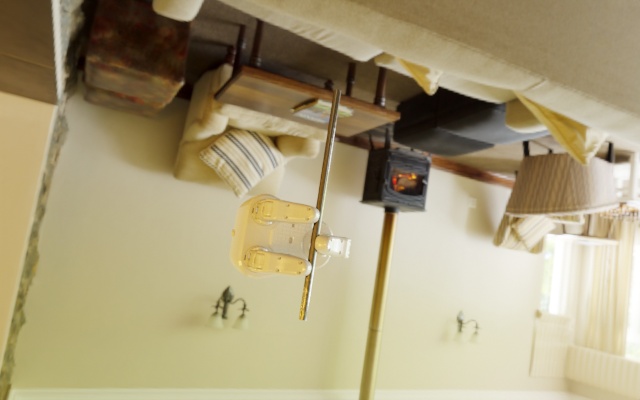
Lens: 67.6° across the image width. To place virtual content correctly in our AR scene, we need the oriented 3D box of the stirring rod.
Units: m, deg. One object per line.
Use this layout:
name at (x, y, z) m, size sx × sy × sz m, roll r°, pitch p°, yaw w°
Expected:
stirring rod at (0.000, 0.002, 0.493) m, size 0.011 × 0.239 × 0.011 m, roll 9°, pitch -6°, yaw 1°
